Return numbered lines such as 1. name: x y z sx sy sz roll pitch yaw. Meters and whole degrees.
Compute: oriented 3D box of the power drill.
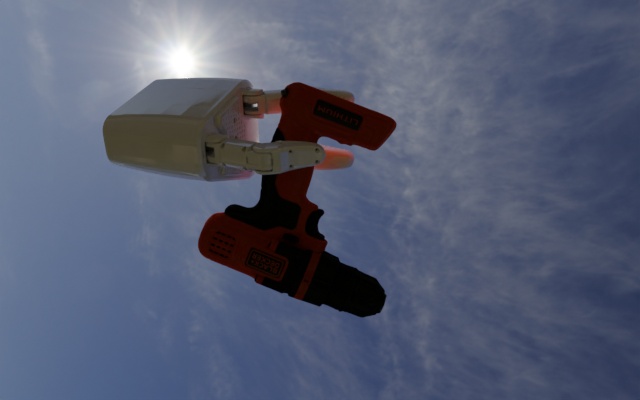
1. power drill: 0.000 0.001 0.440 0.184 0.187 0.057 22 6 -3
